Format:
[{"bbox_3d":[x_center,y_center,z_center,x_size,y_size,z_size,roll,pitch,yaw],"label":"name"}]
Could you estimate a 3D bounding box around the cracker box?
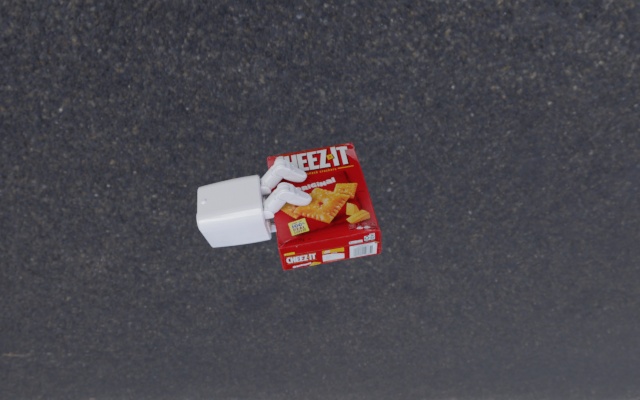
[{"bbox_3d":[0.000,0.003,0.819,0.164,0.213,0.072,-10,-41,-3],"label":"cracker box"}]
